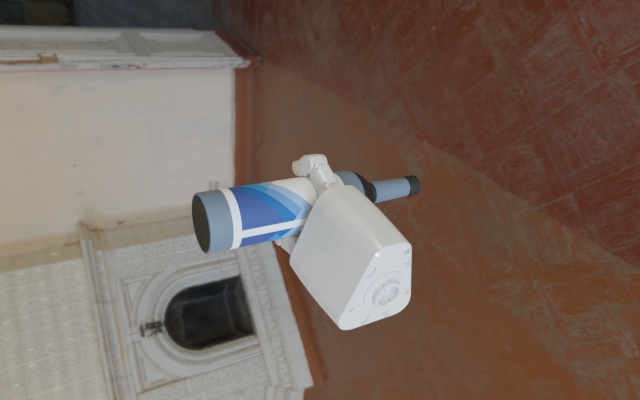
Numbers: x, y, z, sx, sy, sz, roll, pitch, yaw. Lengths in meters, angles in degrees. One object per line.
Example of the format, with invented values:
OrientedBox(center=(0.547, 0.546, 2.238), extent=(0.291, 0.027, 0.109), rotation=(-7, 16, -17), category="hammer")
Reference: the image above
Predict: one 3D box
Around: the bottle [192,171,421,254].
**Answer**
OrientedBox(center=(0.000, 0.002, 0.575), extent=(0.295, 0.069, 0.069), rotation=(-10, 5, -29), category="bottle")
